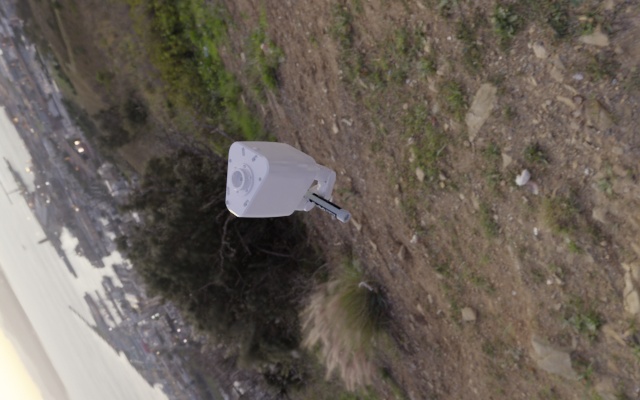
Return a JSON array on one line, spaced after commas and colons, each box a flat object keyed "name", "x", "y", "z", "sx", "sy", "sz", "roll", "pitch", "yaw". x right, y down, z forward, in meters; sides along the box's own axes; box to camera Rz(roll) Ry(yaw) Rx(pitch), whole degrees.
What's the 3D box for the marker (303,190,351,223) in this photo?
[{"name": "marker", "x": 0.000, "y": 0.003, "z": 0.804, "sx": 0.121, "sy": 0.020, "sz": 0.020, "roll": 30, "pitch": 18, "yaw": 35}]
